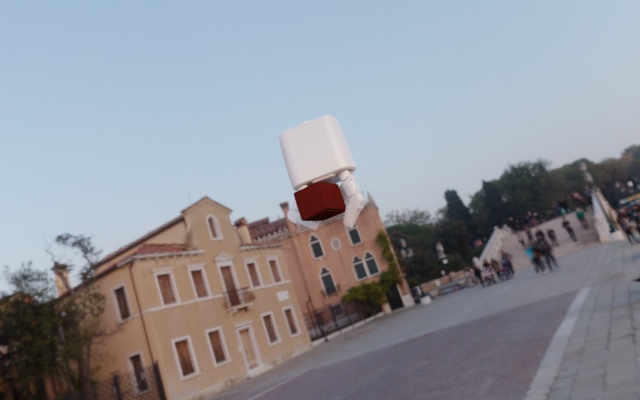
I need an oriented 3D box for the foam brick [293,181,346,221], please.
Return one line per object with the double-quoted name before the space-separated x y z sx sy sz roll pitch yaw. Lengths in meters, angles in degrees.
"foam brick" 0.000 0.003 0.811 0.053 0.051 0.078 -23 -12 25
